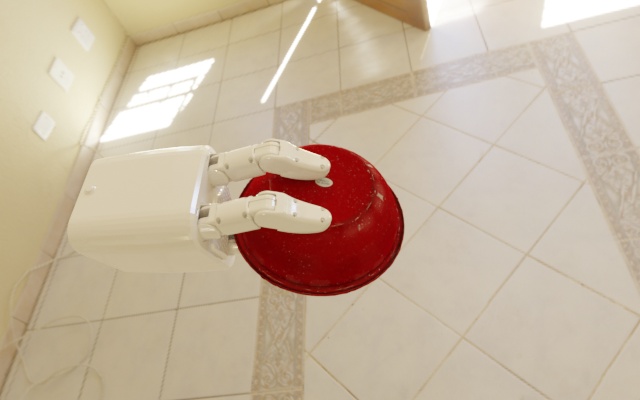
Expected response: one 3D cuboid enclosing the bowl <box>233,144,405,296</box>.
[{"bbox_3d":[0.001,0.001,0.429,0.162,0.162,0.055,0,-37,-4],"label":"bowl"}]
